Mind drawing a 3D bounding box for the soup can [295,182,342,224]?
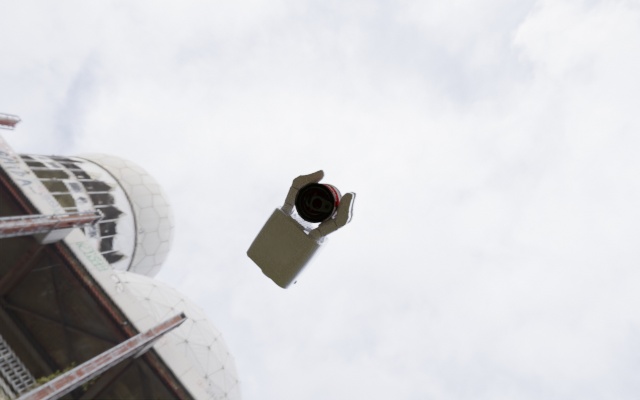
[{"bbox_3d":[0.000,0.002,0.832,0.068,0.068,0.102,0,2,11],"label":"soup can"}]
